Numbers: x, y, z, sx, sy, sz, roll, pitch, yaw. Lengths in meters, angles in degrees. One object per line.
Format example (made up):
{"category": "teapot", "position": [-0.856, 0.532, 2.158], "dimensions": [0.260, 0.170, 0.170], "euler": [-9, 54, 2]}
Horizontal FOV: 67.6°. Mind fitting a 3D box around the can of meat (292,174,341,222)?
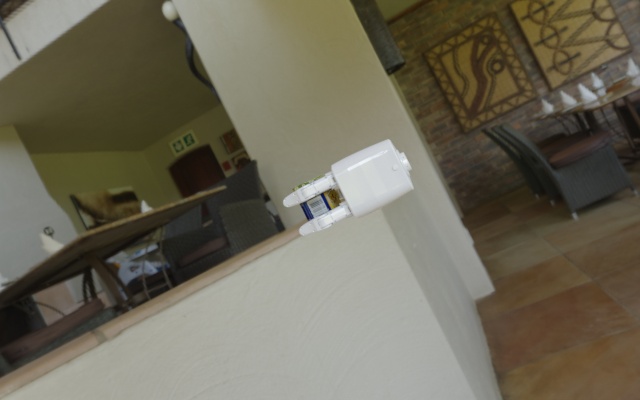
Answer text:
{"category": "can of meat", "position": [0.000, 0.002, 0.838], "dimensions": [0.057, 0.084, 0.102], "euler": [-26, 0, 15]}
